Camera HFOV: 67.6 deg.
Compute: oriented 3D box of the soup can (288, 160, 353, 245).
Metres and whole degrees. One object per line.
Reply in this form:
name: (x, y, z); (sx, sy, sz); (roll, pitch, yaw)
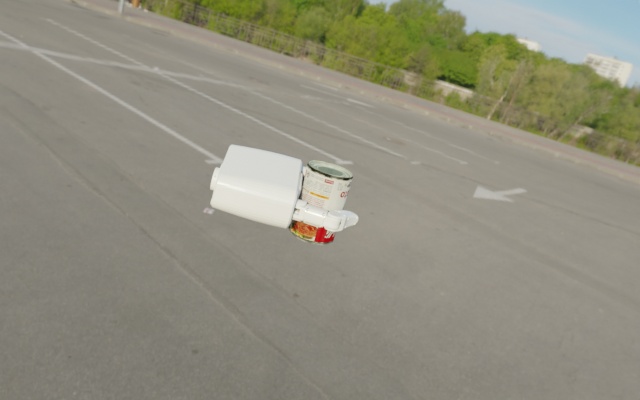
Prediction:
soup can: (0.001, 0.002, 0.673); (0.068, 0.102, 0.068); (15, 18, -5)
